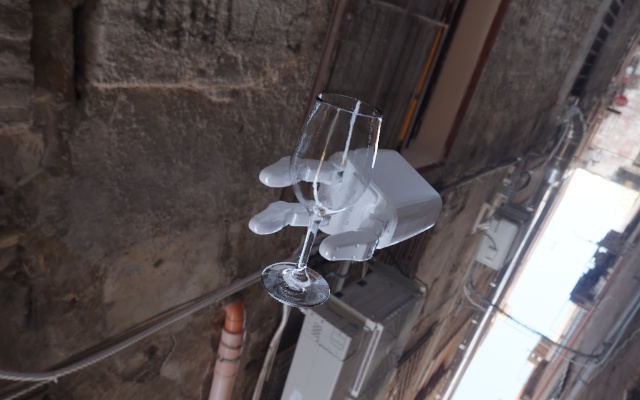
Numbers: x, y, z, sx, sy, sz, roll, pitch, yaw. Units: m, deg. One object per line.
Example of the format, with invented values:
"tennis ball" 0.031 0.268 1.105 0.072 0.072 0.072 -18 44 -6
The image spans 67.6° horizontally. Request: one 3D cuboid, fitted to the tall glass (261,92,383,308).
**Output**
"tall glass" 0.000 0.002 0.463 0.079 0.201 0.079 14 25 -6
